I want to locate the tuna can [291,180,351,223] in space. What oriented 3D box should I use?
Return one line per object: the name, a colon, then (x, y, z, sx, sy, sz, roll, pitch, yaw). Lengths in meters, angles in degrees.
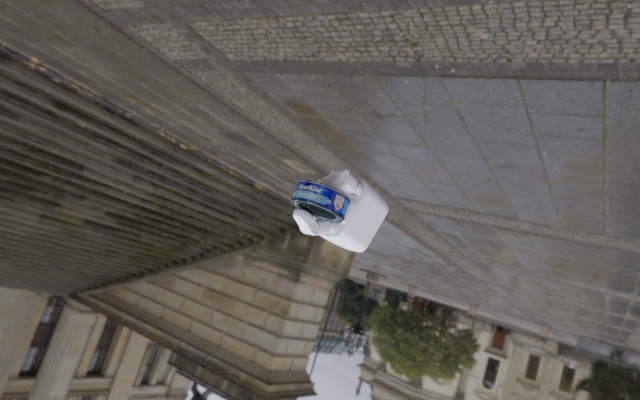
tuna can: (0.000, 0.003, 0.712, 0.086, 0.033, 0.086, 20, -13, 5)
